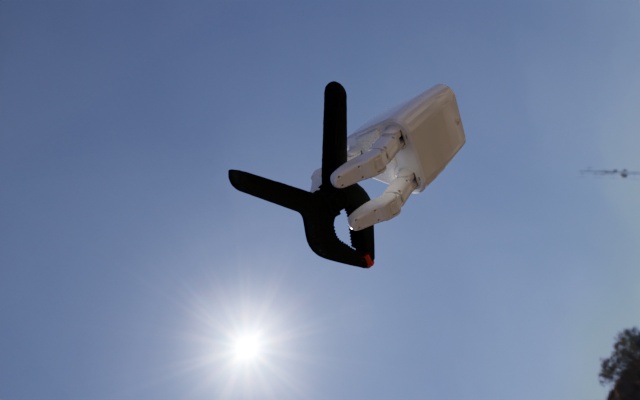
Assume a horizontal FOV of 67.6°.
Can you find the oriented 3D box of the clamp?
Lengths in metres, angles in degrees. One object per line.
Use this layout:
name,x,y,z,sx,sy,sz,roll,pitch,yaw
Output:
clamp,0.000,0.002,0.514,0.164,0.210,0.036,-39,30,-30
